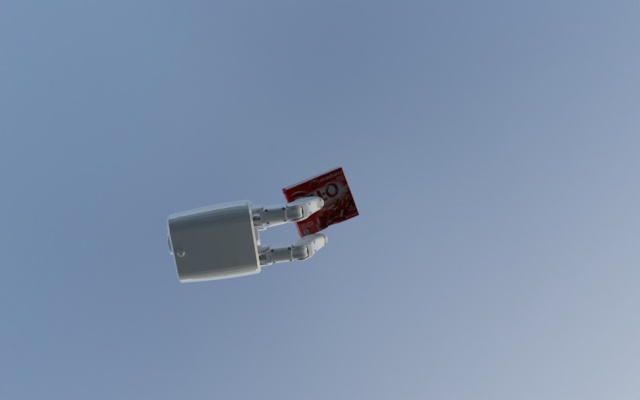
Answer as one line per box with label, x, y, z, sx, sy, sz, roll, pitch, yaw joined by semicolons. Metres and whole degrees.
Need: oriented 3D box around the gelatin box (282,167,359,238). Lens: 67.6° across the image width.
gelatin box;0.000;0.002;0.669;0.089;0.073;0.030;-22;9;-7
